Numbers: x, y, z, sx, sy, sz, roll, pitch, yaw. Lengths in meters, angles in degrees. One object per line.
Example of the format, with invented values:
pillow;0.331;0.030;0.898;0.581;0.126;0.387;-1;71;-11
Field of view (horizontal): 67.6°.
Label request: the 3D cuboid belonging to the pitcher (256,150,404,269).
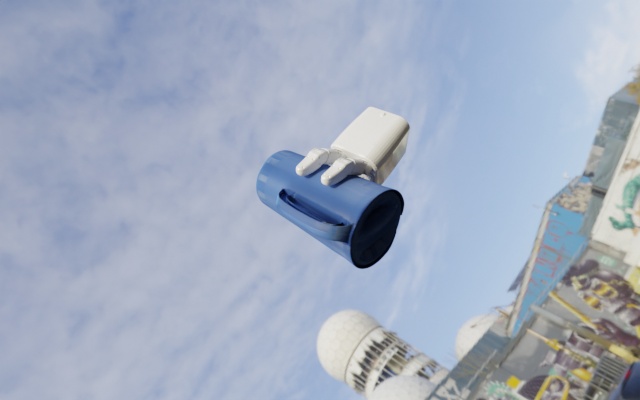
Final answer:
pitcher;0.000;0.002;0.785;0.242;0.145;0.149;27;-22;35
